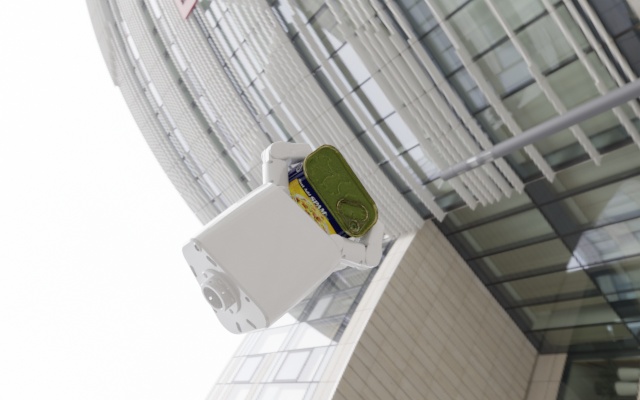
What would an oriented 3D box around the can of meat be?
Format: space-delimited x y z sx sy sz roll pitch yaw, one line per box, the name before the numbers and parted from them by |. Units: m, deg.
can of meat | 0.000 0.002 0.529 0.057 0.102 0.084 -41 8 -40
